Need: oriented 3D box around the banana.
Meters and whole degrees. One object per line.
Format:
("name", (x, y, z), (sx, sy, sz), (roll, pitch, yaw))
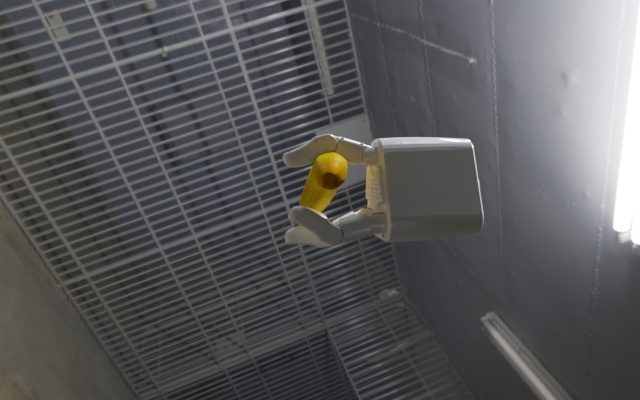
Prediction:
("banana", (0.003, -0.014, 0.526), (0.037, 0.069, 0.198), (14, -21, -5))
